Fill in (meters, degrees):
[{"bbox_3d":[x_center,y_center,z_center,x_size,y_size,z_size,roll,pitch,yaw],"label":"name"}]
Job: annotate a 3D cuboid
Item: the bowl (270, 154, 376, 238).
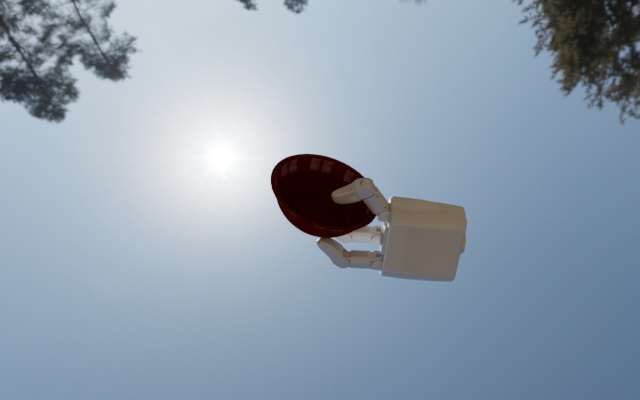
[{"bbox_3d":[-0.001,0.002,0.696,0.162,0.055,0.162,13,40,-11],"label":"bowl"}]
